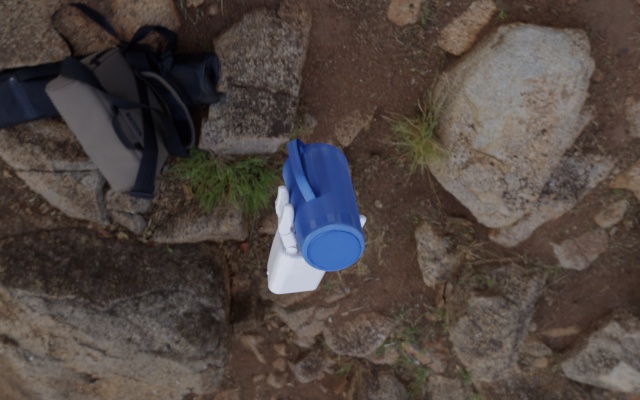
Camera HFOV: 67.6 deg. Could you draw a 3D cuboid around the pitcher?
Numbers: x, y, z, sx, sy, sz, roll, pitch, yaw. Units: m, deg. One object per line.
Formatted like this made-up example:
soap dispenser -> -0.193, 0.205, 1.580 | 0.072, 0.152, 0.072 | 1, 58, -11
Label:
pitcher -> 0.000, 0.003, 0.872 | 0.149, 0.145, 0.242 | 10, 35, -17
